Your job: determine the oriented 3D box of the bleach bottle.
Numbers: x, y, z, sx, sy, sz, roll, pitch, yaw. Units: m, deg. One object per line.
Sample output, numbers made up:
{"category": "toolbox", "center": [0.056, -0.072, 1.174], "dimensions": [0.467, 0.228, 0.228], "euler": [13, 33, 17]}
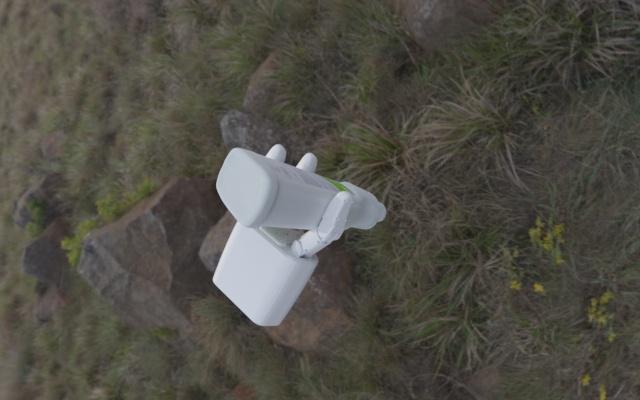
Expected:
{"category": "bleach bottle", "center": [0.000, 0.002, 0.603], "dimensions": [0.251, 0.068, 0.102], "euler": [13, 22, -43]}
